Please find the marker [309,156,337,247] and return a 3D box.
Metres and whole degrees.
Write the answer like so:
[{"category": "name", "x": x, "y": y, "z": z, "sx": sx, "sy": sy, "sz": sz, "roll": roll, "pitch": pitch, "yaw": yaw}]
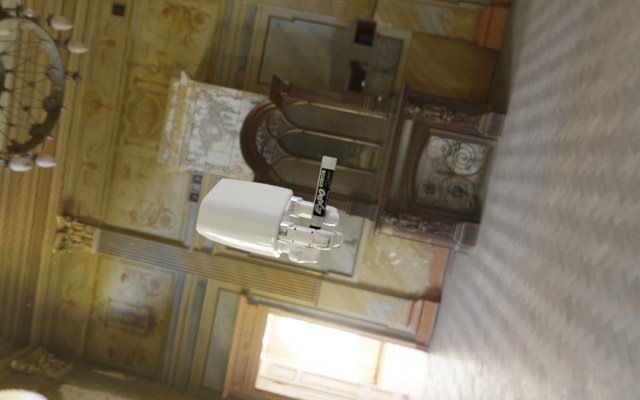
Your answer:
[{"category": "marker", "x": 0.000, "y": 0.002, "z": 0.635, "sx": 0.020, "sy": 0.121, "sz": 0.020, "roll": 12, "pitch": 5, "yaw": -1}]
